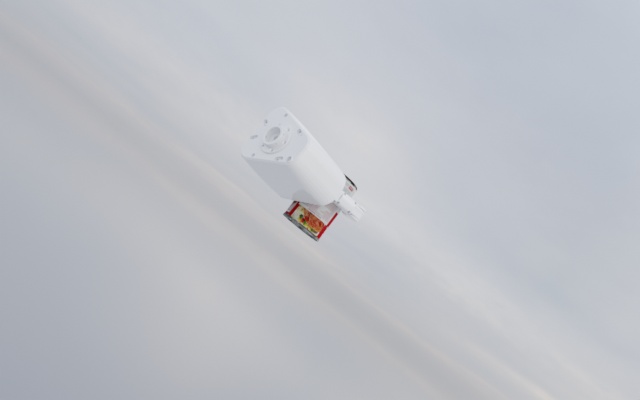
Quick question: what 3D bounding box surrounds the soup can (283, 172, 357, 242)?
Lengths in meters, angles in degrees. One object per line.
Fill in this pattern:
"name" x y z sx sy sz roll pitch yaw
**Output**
"soup can" 0.001 0.002 0.731 0.068 0.102 0.068 37 -8 6
